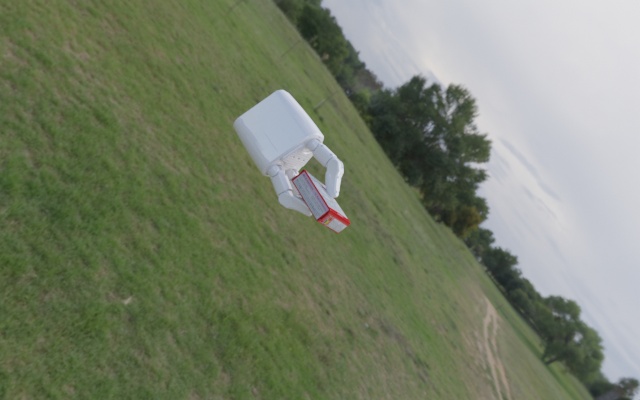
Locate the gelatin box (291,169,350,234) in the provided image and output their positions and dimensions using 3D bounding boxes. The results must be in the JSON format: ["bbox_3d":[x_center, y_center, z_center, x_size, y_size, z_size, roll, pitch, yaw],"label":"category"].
[{"bbox_3d":[0.001,0.002,0.734,0.030,0.089,0.073,-40,-31,10],"label":"gelatin box"}]
